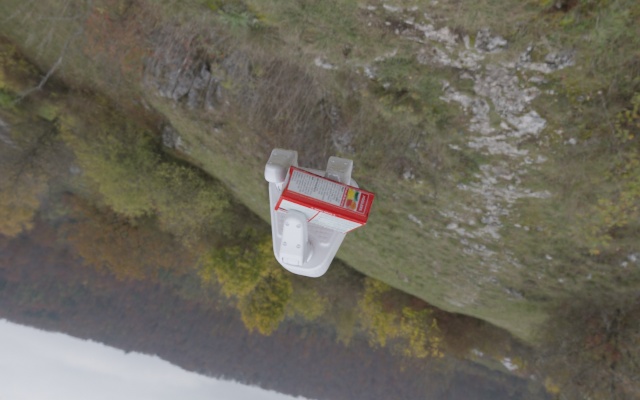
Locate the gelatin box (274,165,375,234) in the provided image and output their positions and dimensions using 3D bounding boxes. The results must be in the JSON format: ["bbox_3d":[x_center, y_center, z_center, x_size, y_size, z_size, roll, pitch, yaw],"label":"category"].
[{"bbox_3d":[0.000,0.002,0.421,0.073,0.030,0.089,18,-11,-6],"label":"gelatin box"}]
